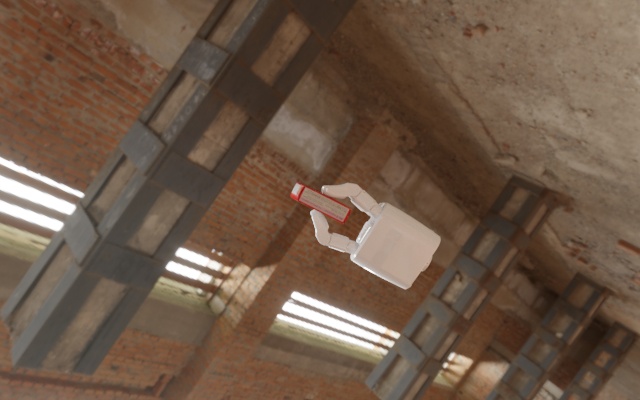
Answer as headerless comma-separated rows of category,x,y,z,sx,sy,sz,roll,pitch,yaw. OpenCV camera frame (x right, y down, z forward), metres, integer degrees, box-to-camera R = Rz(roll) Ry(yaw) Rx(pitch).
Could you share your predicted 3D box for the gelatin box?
gelatin box,0.000,0.003,0.782,0.089,0.030,0.073,26,1,-13
